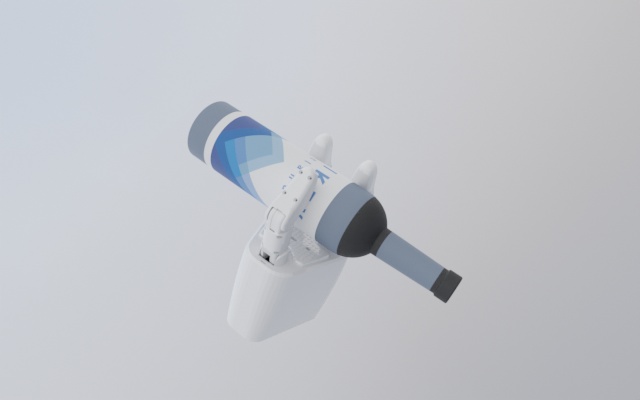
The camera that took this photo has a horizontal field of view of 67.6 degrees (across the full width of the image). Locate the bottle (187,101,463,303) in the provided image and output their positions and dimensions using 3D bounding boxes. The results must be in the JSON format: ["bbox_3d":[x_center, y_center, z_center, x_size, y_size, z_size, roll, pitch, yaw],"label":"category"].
[{"bbox_3d":[0.000,0.001,0.461,0.295,0.069,0.069,33,11,18],"label":"bottle"}]
